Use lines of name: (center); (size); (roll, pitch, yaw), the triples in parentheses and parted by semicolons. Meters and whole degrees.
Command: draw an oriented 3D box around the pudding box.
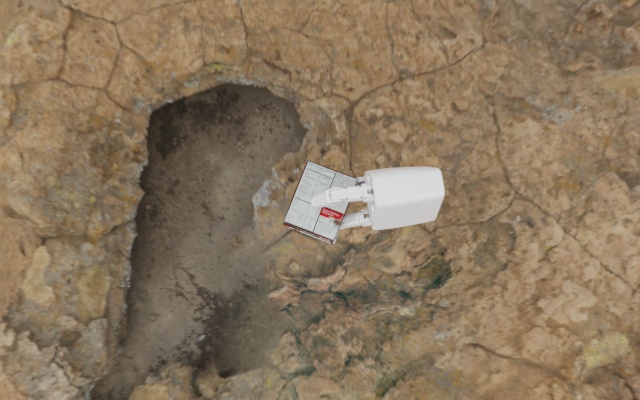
pudding box: (0.000, 0.002, 0.766); (0.090, 0.113, 0.039); (21, -11, 4)
